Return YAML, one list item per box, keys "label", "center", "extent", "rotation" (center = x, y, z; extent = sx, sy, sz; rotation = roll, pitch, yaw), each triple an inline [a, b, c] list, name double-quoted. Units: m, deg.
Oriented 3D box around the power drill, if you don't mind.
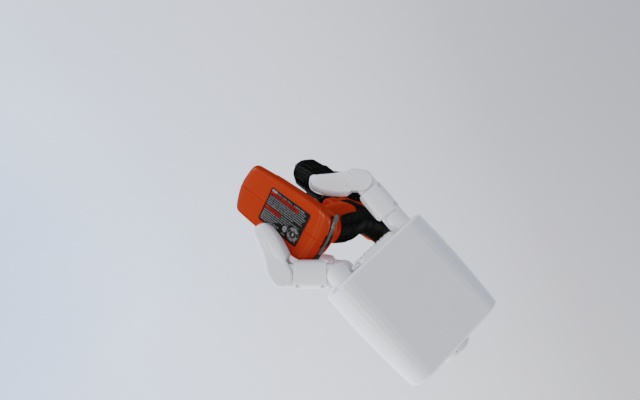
- label: "power drill"
  center: [0.000, 0.002, 0.523]
  extent: [0.184, 0.057, 0.187]
  rotation: [33, 19, 29]
